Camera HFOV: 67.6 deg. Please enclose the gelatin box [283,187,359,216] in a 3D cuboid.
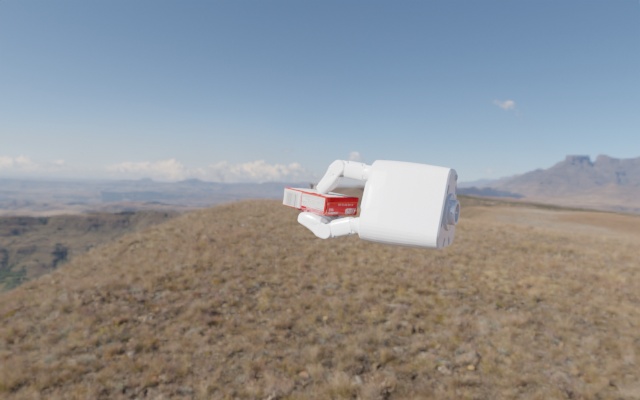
[{"bbox_3d":[0.000,0.002,0.713,0.089,0.030,0.073,13,8,41],"label":"gelatin box"}]
